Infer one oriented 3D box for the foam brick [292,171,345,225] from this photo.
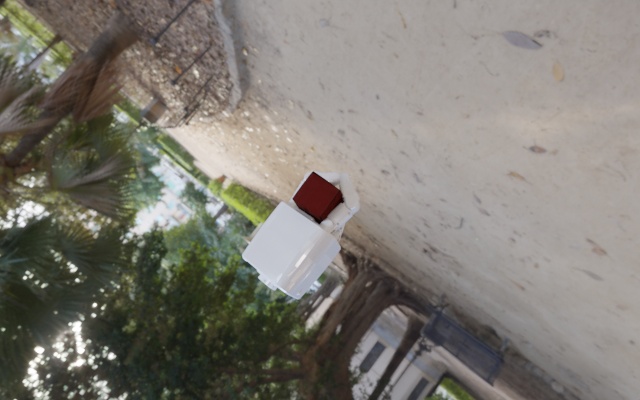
[{"bbox_3d":[0.000,0.002,0.711,0.053,0.051,0.078,35,-8,19],"label":"foam brick"}]
